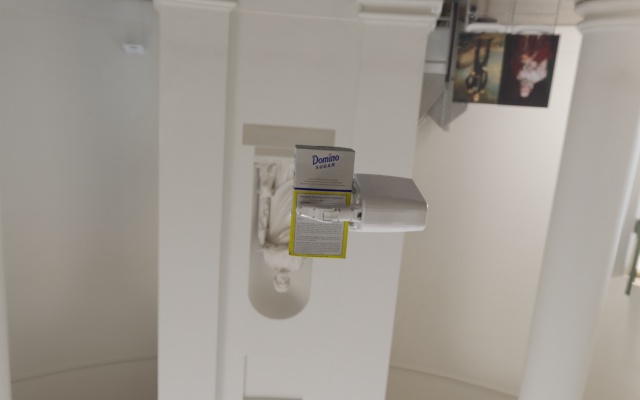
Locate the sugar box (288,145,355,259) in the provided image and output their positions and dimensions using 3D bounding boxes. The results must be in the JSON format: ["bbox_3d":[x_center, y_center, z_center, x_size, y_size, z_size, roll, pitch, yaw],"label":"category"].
[{"bbox_3d":[0.000,0.002,0.758,0.093,0.176,0.048,3,12,-7],"label":"sugar box"}]
